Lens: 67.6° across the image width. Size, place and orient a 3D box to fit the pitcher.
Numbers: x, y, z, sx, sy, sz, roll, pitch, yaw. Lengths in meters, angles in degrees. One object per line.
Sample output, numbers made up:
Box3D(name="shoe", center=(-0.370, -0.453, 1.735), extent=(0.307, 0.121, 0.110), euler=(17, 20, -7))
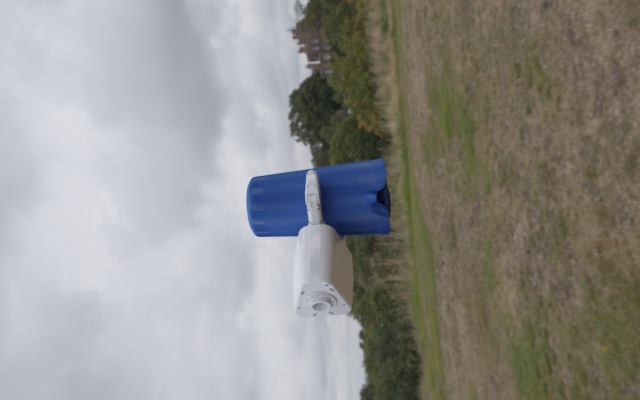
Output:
Box3D(name="pitcher", center=(0.000, 0.003, 0.846), extent=(0.243, 0.145, 0.149), euler=(-4, -43, 4))
